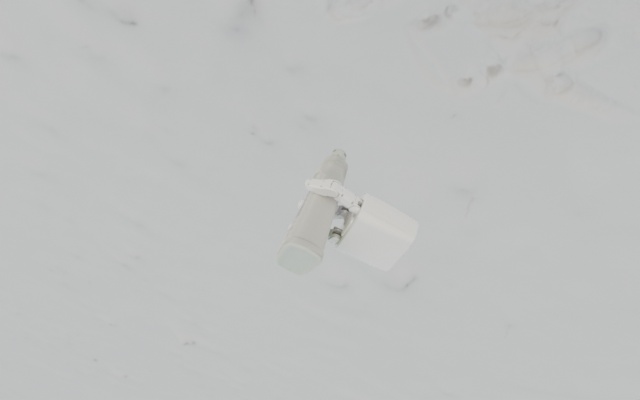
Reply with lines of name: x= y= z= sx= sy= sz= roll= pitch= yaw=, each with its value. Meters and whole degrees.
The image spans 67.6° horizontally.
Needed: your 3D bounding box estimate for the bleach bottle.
bleach bottle: x=0.000 y=0.003 z=0.836 sx=0.068 sy=0.250 sz=0.103 roll=27 pitch=-35 yaw=-7
